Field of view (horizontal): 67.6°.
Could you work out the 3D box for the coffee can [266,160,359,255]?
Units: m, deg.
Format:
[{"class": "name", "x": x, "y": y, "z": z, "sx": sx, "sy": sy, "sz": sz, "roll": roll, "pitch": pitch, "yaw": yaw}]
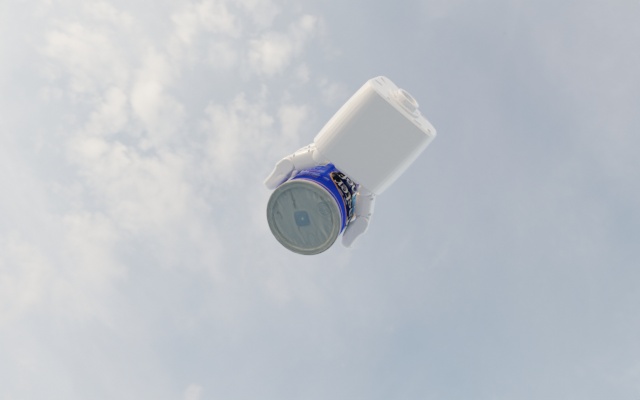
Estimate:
[{"class": "coffee can", "x": 0.000, "y": 0.002, "z": 0.671, "sx": 0.103, "sy": 0.103, "sz": 0.140, "roll": 0, "pitch": 18, "yaw": 21}]
